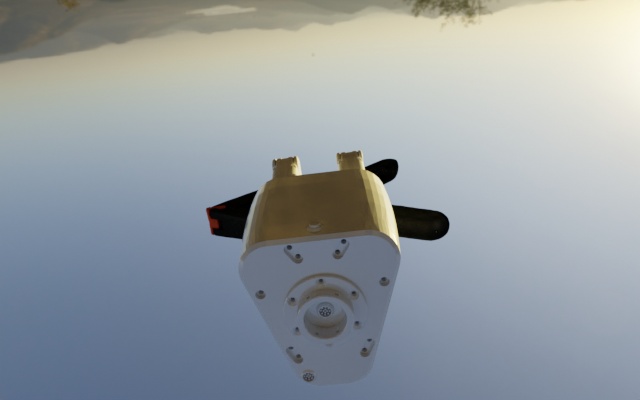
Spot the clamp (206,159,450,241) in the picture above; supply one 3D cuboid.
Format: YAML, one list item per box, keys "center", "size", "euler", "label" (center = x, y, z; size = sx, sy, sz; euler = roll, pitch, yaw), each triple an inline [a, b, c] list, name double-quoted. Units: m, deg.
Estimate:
- center: [0.000, 0.002, 0.460]
  size: [0.210, 0.036, 0.164]
  euler: [-5, 22, 2]
  label: "clamp"
